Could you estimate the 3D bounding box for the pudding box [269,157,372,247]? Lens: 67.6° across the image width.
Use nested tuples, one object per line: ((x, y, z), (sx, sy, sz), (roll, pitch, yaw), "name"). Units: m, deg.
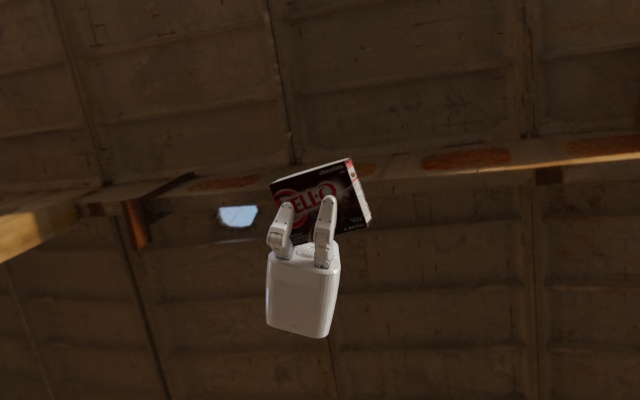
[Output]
((0.000, 0.002, 0.621), (0.113, 0.090, 0.039), (-17, 11, 20), "pudding box")
